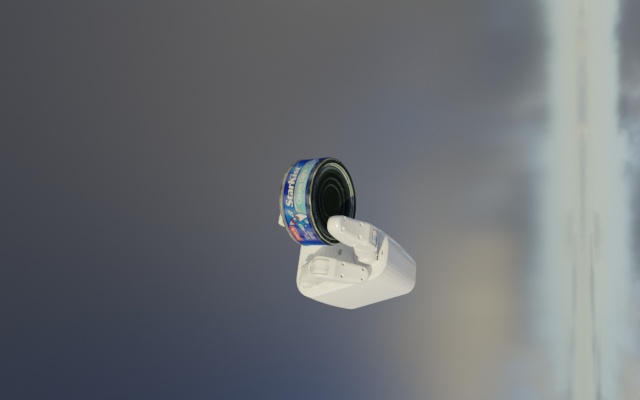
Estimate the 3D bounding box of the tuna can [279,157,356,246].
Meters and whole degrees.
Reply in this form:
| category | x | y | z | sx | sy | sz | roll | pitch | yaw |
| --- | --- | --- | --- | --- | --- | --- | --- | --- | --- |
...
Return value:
| category | x | y | z | sx | sy | sz | roll | pitch | yaw |
| --- | --- | --- | --- | --- | --- | --- | --- | --- | --- |
| tuna can | 0.001 | 0.001 | 0.461 | 0.034 | 0.086 | 0.086 | -3 | -2 | 34 |
